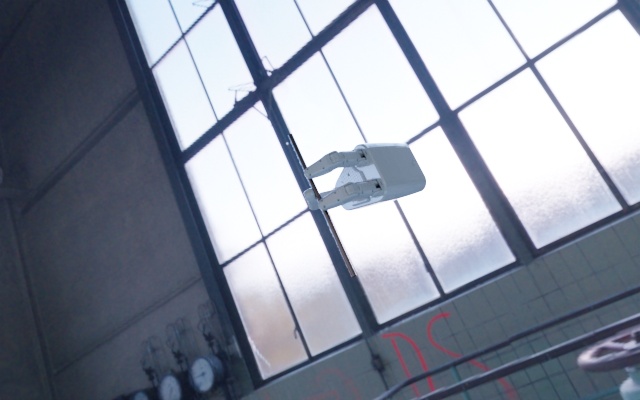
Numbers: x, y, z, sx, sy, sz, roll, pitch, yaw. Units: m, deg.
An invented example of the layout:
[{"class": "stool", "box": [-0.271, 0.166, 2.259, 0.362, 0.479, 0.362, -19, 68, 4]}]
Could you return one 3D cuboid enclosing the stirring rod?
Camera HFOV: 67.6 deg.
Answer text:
[{"class": "stirring rod", "box": [0.000, 0.002, 0.709, 0.011, 0.239, 0.011, -22, -17, -7]}]
